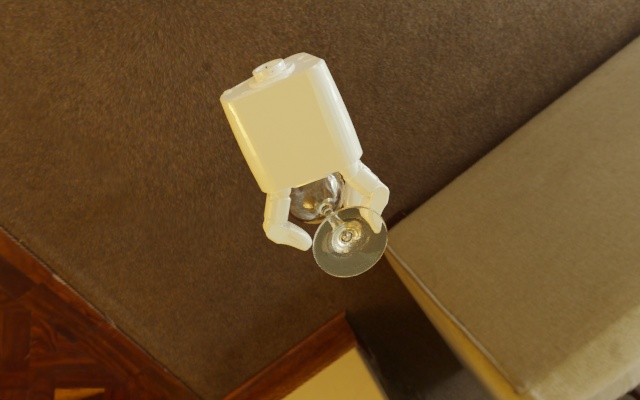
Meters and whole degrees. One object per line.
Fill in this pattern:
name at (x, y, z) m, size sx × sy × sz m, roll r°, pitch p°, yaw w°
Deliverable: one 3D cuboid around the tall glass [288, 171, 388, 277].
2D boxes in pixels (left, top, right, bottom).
tall glass at (0.000, 0.002, 0.533) m, size 0.079 × 0.079 × 0.201 m, roll 0°, pitch 22°, yaw -18°
